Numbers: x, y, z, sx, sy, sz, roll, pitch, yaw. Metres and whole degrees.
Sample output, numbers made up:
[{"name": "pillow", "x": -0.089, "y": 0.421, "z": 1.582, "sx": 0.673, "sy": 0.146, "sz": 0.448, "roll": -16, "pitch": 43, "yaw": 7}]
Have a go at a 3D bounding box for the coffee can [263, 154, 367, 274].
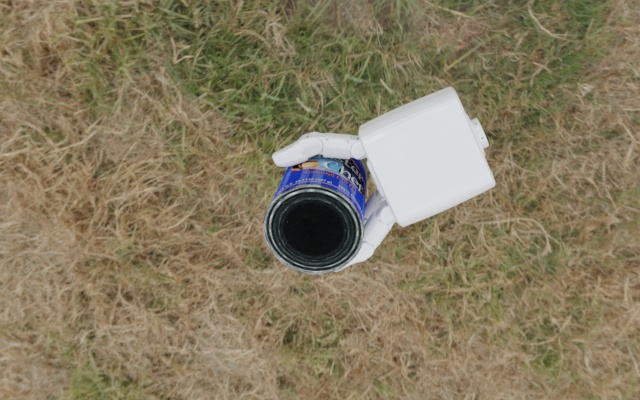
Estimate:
[{"name": "coffee can", "x": 0.000, "y": 0.002, "z": 0.540, "sx": 0.103, "sy": 0.103, "sz": 0.140, "roll": 0, "pitch": 25, "yaw": 7}]
